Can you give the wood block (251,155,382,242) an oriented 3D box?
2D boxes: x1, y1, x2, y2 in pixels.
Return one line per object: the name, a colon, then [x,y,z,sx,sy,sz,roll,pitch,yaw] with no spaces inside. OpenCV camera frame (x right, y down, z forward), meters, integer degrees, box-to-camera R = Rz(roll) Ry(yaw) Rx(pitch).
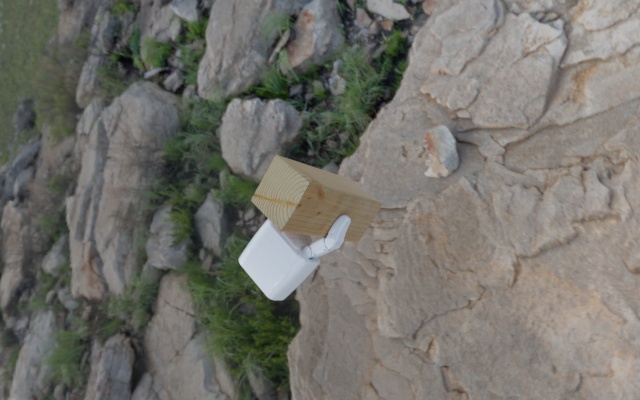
wood block: [0.000,0.003,0.808,0.206,0.090,0.090,14,22,-51]
